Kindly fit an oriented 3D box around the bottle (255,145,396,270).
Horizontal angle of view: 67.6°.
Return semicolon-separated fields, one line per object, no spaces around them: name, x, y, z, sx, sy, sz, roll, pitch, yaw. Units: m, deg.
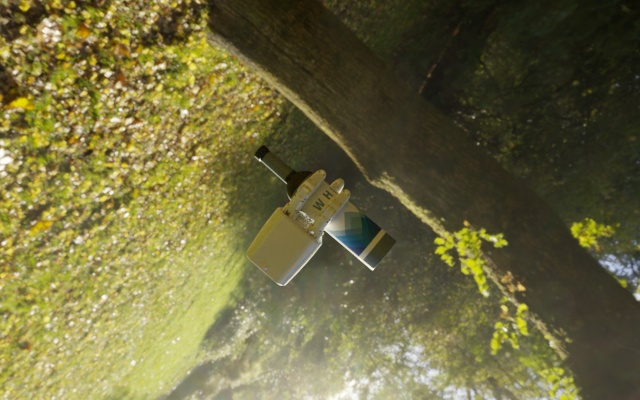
bottle;0.000;0.003;0.854;0.295;0.069;0.069;40;6;7
